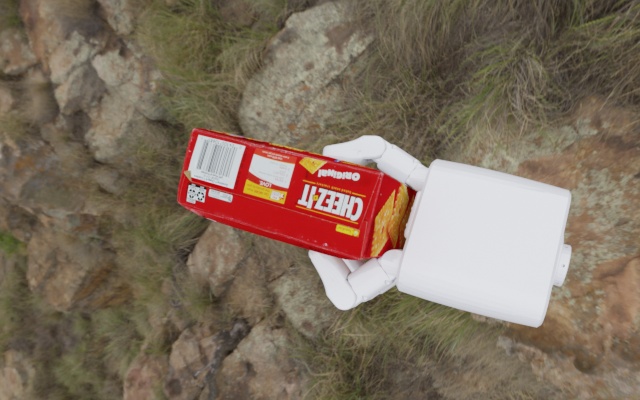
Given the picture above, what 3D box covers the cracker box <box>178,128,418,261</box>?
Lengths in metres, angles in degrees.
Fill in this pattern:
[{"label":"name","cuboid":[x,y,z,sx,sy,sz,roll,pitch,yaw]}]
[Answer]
[{"label":"cracker box","cuboid":[0.000,0.001,0.446,0.164,0.072,0.214,15,0,21]}]
